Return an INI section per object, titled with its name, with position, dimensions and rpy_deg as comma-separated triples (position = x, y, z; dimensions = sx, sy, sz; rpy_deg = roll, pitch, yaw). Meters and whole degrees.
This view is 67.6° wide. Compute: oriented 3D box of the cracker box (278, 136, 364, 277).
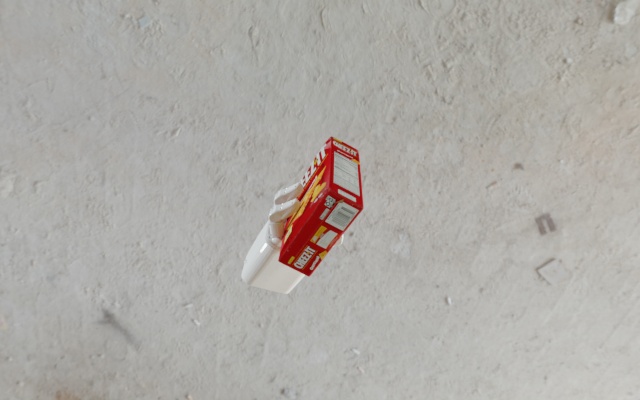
[cracker box]
position = 0.000, 0.003, 0.843
dimensions = 0.072, 0.164, 0.213
rpy_deg = 28, 27, -14
